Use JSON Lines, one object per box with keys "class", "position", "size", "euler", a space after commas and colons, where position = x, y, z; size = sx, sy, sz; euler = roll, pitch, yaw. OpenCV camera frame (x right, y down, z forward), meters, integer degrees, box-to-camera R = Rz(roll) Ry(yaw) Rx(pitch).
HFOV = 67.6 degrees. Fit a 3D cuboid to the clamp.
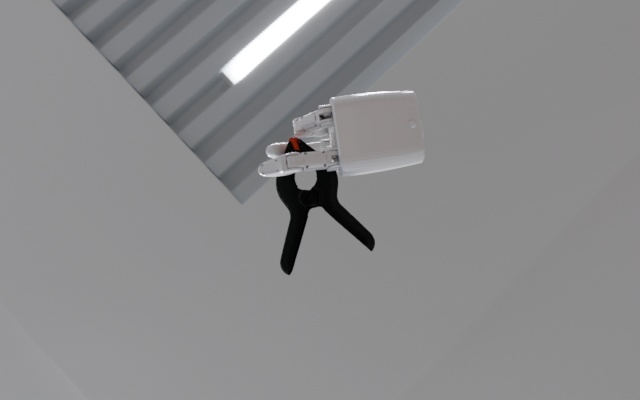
{"class": "clamp", "position": [0.000, 0.002, 0.603], "size": [0.120, 0.171, 0.039], "euler": [-7, -5, -2]}
